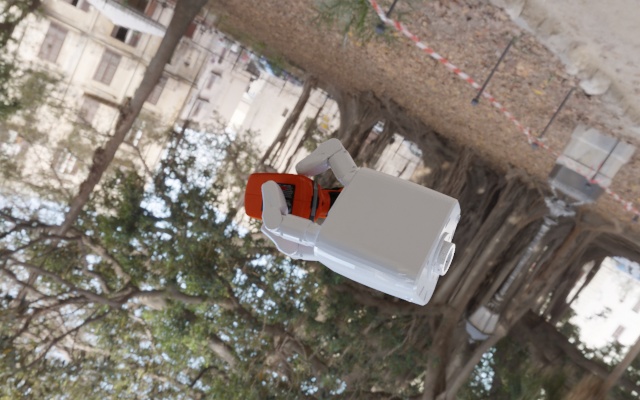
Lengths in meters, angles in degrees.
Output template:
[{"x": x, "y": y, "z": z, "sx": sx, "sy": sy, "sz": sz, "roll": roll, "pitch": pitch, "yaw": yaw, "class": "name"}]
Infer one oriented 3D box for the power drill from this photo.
[{"x": 0.000, "y": 0.002, "z": 0.602, "sx": 0.184, "sy": 0.057, "sz": 0.187, "roll": 4, "pitch": 0, "yaw": 44, "class": "power drill"}]
